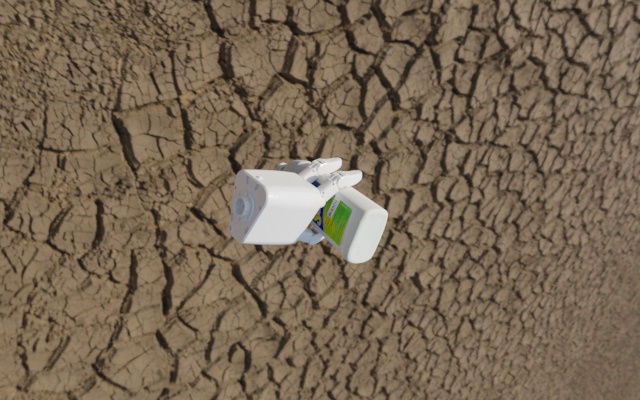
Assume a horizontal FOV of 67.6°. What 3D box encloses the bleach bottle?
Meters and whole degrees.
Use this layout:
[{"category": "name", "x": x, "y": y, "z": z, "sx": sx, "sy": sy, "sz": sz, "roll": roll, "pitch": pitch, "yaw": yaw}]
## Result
[{"category": "bleach bottle", "x": 0.000, "y": 0.003, "z": 0.833, "sx": 0.068, "sy": 0.102, "sz": 0.250, "roll": 3, "pitch": 23, "yaw": -44}]
